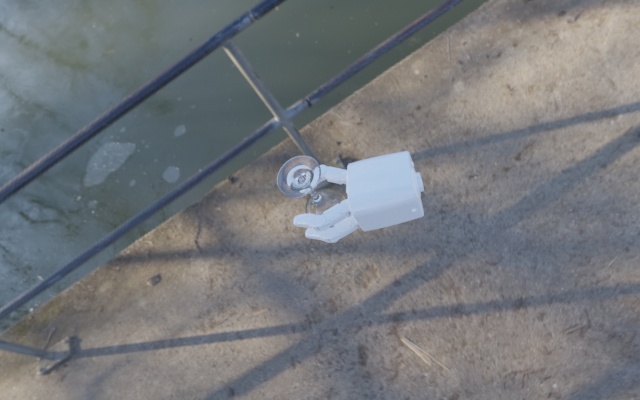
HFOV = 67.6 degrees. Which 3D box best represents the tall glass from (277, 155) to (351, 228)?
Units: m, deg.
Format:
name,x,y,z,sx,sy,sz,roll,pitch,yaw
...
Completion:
name,x,y,z,sx,sy,sz,roll,pitch,yaw
tall glass,0.000,0.002,0.830,0.079,0.079,0.201,0,-24,22
